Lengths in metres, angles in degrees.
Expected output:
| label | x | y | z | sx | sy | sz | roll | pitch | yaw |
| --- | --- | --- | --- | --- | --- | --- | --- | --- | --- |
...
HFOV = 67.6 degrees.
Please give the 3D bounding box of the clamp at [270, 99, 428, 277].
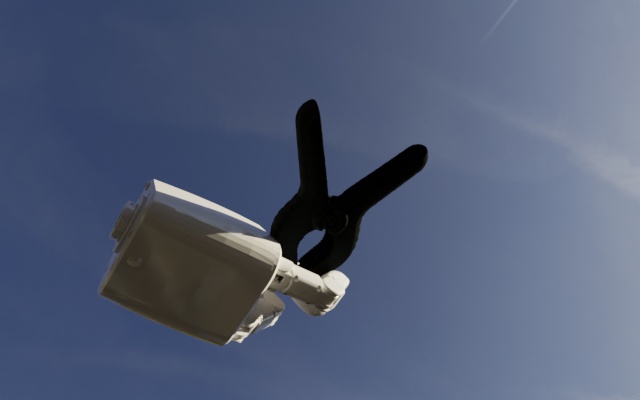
| label | x | y | z | sx | sy | sz | roll | pitch | yaw |
| --- | --- | --- | --- | --- | --- | --- | --- | --- | --- |
| clamp | 0.000 | 0.001 | 0.401 | 0.120 | 0.171 | 0.039 | 28 | 15 | -22 |
